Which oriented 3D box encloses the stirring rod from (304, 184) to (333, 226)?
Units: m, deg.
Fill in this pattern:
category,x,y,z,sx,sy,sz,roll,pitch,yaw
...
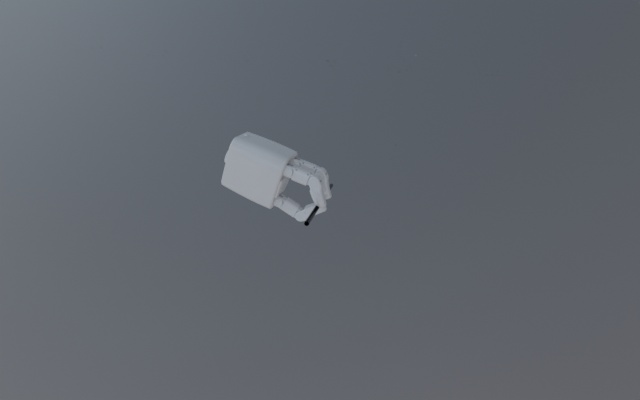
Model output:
category,x,y,z,sx,sy,sz,roll,pitch,yaw
stirring rod,0.000,0.003,0.880,0.011,0.011,0.239,0,17,11
